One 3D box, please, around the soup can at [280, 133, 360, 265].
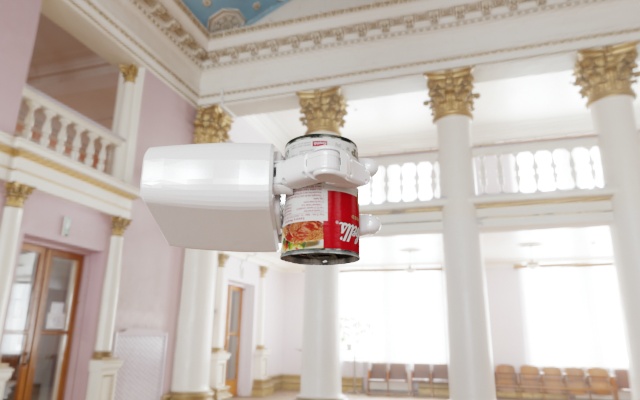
[{"bbox_3d":[0.001,0.001,0.416,0.068,0.102,0.068,0,-16,0],"label":"soup can"}]
